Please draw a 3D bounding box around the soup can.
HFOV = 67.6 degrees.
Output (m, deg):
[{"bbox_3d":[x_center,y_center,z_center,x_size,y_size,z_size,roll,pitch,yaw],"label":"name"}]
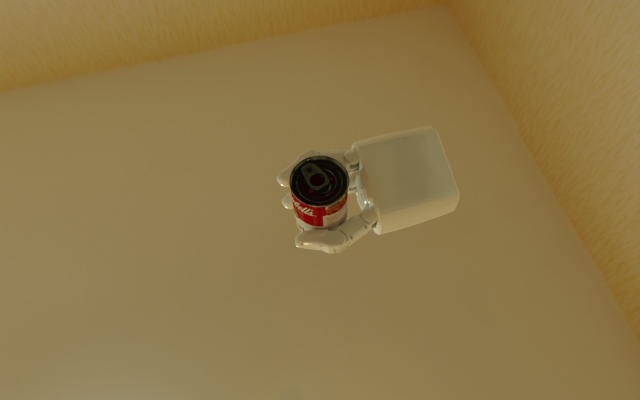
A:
[{"bbox_3d":[0.000,0.002,0.580,0.068,0.068,0.102,0,-30,2],"label":"soup can"}]
